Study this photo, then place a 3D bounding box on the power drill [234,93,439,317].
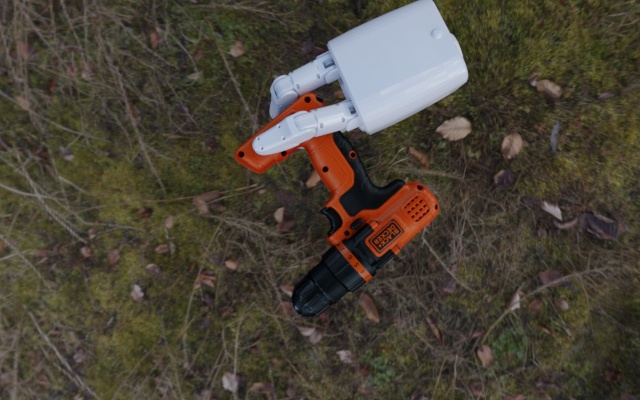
[{"bbox_3d":[0.000,0.001,0.490,0.184,0.187,0.057,-41,4,-3],"label":"power drill"}]
